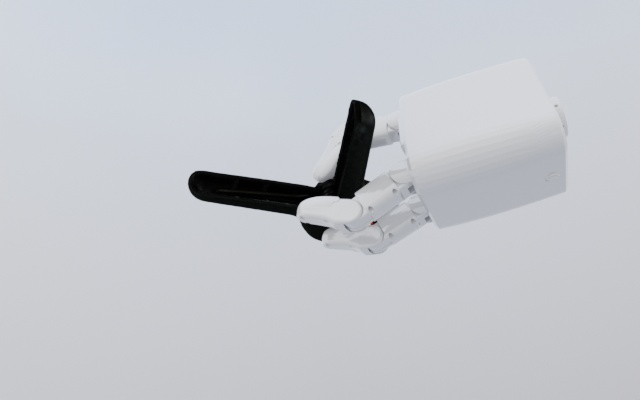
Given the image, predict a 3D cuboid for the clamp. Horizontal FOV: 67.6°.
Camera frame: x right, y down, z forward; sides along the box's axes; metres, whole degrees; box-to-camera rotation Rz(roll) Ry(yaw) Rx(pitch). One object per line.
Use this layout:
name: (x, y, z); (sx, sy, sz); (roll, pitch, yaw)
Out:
clamp: (0.000, 0.001, 0.428); (0.164, 0.036, 0.210); (-15, -31, 20)
